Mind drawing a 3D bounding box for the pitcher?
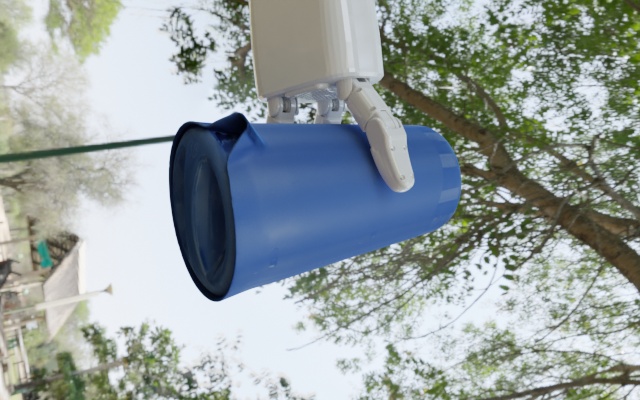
[{"bbox_3d":[0.000,0.001,0.419,0.243,0.145,0.149,-9,2,-34],"label":"pitcher"}]
